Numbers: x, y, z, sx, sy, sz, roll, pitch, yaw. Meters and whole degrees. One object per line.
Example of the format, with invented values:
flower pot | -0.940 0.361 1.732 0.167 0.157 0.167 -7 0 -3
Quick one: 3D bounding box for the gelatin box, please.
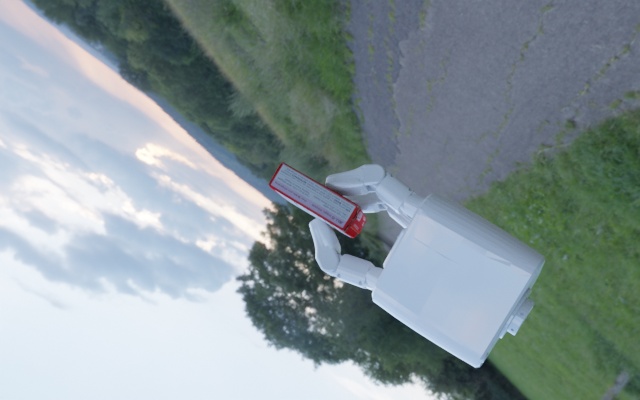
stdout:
gelatin box | 0.000 0.002 0.472 0.089 0.030 0.073 30 -3 14
